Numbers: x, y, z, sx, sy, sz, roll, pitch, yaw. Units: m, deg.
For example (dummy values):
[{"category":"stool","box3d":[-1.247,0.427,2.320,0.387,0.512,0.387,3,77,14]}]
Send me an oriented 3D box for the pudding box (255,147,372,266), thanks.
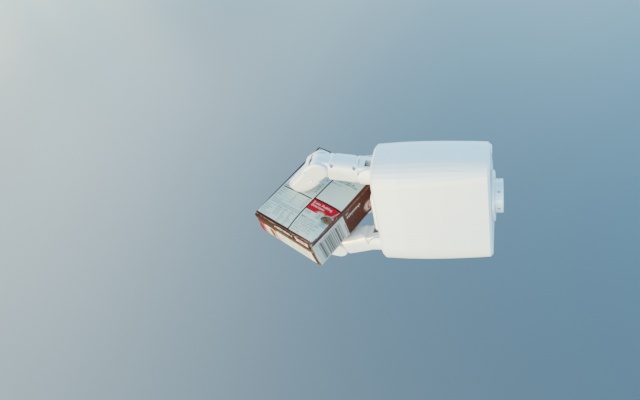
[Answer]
[{"category":"pudding box","box3d":[0.000,0.002,0.512,0.090,0.113,0.039,27,-28,37]}]
